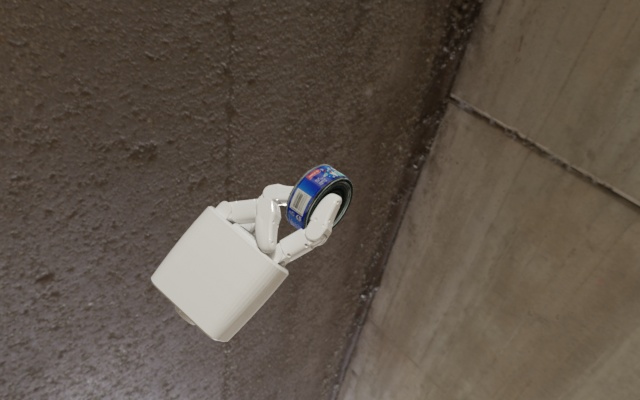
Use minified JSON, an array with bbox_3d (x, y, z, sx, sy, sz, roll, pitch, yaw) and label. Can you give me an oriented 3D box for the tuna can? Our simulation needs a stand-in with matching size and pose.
[{"bbox_3d":[0.001,0.002,0.570,0.033,0.086,0.086,35,19,29],"label":"tuna can"}]
